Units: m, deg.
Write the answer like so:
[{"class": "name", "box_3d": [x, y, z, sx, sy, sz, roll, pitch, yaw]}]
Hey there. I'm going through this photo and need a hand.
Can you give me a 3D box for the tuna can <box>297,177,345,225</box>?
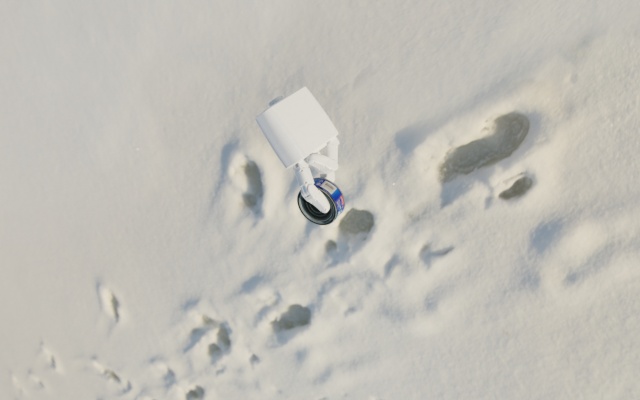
[{"class": "tuna can", "box_3d": [0.000, 0.003, 0.879, 0.086, 0.086, 0.033, 0, 30, 33]}]
